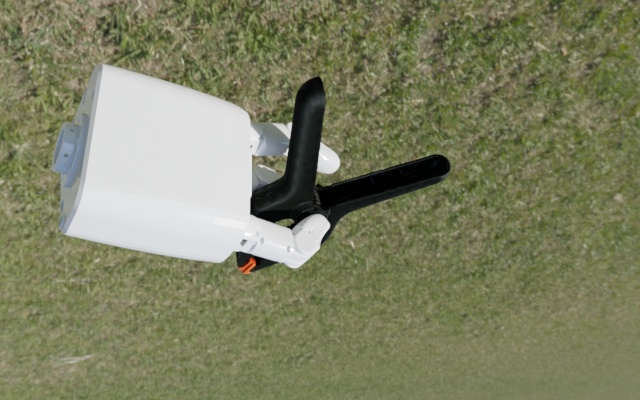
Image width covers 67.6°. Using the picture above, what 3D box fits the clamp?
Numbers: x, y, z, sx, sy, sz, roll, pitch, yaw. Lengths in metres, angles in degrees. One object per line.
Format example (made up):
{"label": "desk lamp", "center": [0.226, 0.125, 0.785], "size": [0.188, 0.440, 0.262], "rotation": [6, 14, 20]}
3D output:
{"label": "clamp", "center": [0.000, 0.002, 0.416], "size": [0.164, 0.036, 0.210], "rotation": [17, -48, -33]}
